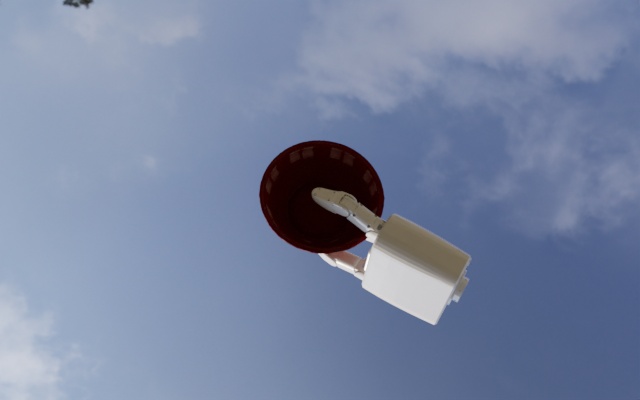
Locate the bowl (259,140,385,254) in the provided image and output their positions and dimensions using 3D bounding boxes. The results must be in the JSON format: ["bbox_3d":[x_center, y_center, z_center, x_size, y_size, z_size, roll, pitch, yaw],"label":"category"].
[{"bbox_3d":[-0.001,0.001,0.635,0.162,0.162,0.055,0,-25,-6],"label":"bowl"}]
